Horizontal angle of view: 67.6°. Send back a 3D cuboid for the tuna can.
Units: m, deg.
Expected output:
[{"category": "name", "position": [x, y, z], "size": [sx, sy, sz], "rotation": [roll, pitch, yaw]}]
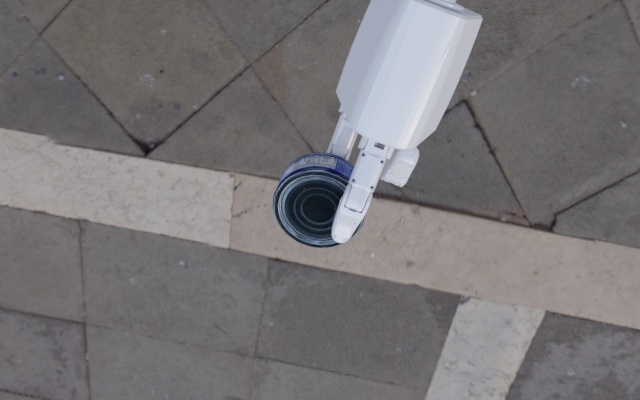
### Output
[{"category": "tuna can", "position": [0.000, 0.002, 0.439], "size": [0.086, 0.086, 0.033], "rotation": [0, 30, 9]}]
